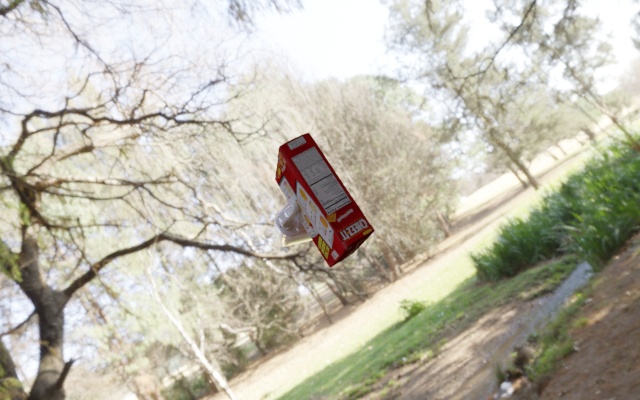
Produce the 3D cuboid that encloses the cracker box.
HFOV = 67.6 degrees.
[{"bbox_3d":[0.000,0.003,0.880,0.072,0.213,0.164,-30,-12,-17],"label":"cracker box"}]
